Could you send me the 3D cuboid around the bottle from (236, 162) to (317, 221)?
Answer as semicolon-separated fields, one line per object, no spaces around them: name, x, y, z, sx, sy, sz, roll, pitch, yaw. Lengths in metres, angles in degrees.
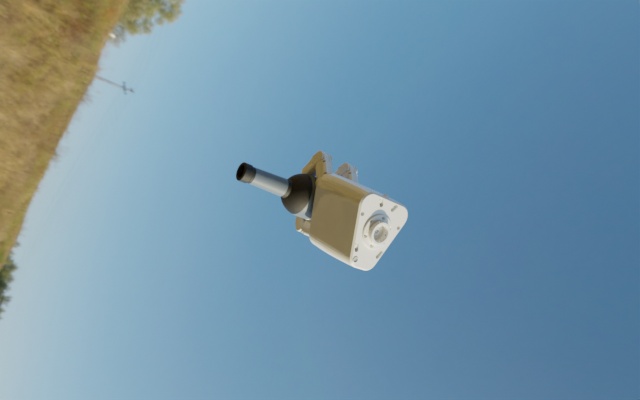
bottle;0.000;0.003;0.753;0.296;0.069;0.069;21;-13;-36
